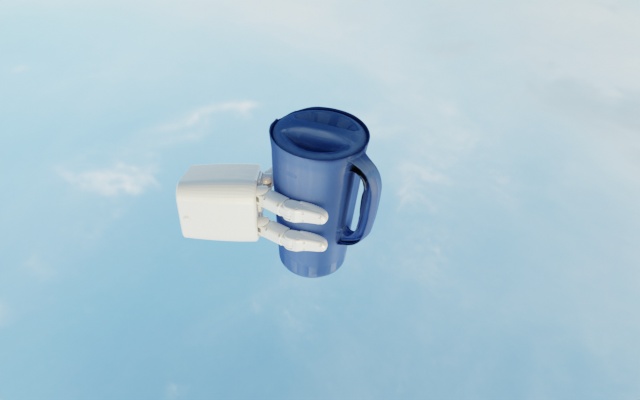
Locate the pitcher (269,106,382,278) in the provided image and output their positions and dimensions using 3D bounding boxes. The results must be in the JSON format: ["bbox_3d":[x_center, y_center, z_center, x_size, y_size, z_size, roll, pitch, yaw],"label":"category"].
[{"bbox_3d":[0.000,0.002,0.691,0.145,0.243,0.149,1,40,-3],"label":"pitcher"}]
